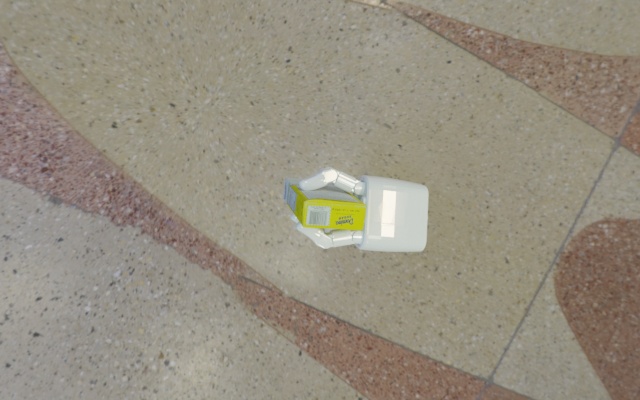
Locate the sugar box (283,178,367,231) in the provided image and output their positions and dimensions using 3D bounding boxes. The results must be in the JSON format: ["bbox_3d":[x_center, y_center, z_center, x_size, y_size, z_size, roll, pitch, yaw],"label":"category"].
[{"bbox_3d":[0.000,0.003,0.755,0.093,0.048,0.176,5,9,-14],"label":"sugar box"}]
